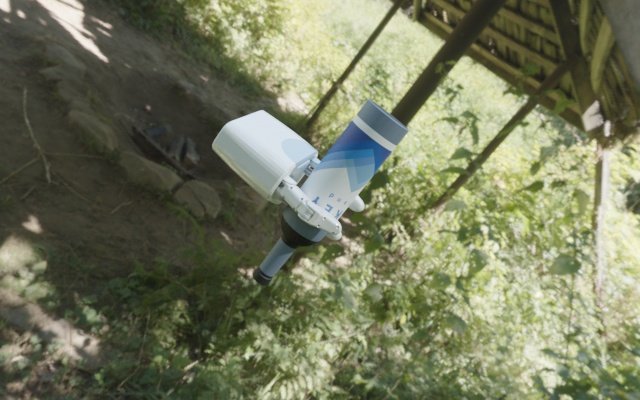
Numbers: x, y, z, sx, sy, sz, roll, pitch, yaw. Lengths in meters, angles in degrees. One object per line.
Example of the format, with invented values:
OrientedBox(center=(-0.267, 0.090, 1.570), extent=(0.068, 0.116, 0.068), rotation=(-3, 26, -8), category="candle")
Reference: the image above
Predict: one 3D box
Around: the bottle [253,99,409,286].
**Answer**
OrientedBox(center=(0.000, 0.002, 0.649), extent=(0.069, 0.296, 0.069), rotation=(35, 16, -12), category="bottle")
